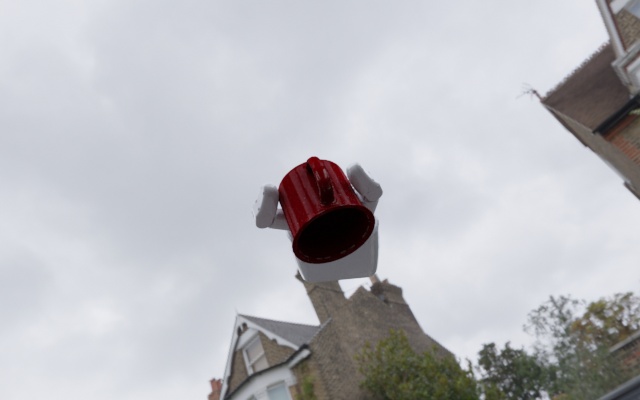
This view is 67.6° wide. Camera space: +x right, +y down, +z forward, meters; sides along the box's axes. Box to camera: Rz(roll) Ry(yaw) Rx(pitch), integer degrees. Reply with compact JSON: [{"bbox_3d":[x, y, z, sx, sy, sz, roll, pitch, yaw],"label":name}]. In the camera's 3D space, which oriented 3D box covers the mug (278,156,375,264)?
[{"bbox_3d":[0.000,0.001,0.514,0.093,0.081,0.117,-19,-39,-8],"label":"mug"}]
